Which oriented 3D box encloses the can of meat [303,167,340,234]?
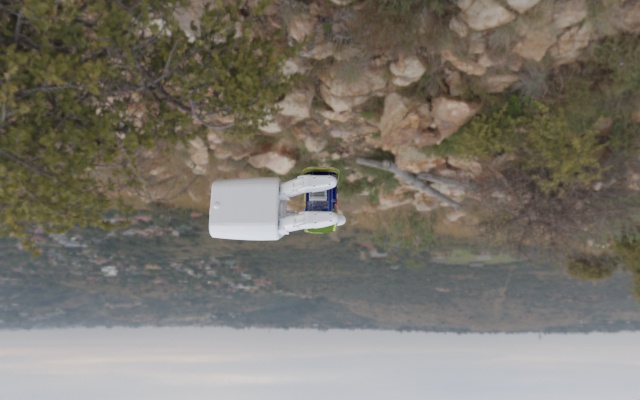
[{"bbox_3d":[0.000,0.003,0.757,0.057,0.084,0.102,1,-15,0],"label":"can of meat"}]
